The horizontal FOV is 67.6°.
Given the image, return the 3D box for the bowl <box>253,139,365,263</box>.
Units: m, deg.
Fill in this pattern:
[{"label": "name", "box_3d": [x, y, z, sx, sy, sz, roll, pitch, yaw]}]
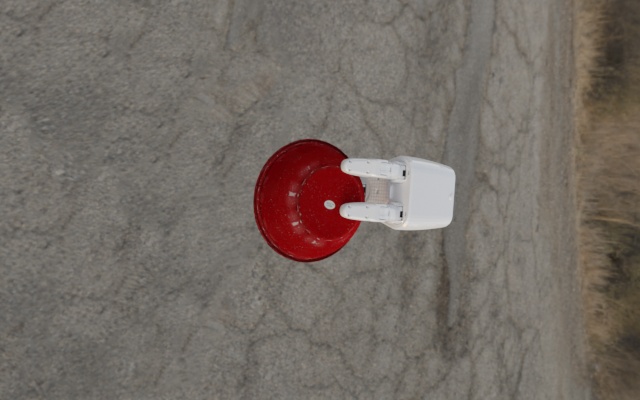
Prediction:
[{"label": "bowl", "box_3d": [-0.001, 0.002, 0.600, 0.162, 0.162, 0.055, 0, 3, -29]}]
